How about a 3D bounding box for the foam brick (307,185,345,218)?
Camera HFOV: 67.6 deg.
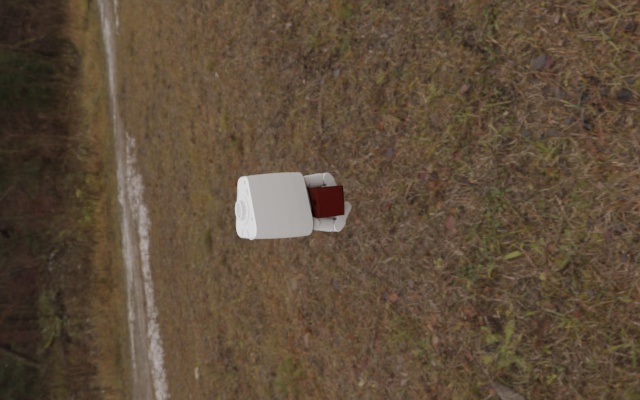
[{"bbox_3d":[0.000,0.003,0.839,0.051,0.053,0.078,-5,1,-30],"label":"foam brick"}]
